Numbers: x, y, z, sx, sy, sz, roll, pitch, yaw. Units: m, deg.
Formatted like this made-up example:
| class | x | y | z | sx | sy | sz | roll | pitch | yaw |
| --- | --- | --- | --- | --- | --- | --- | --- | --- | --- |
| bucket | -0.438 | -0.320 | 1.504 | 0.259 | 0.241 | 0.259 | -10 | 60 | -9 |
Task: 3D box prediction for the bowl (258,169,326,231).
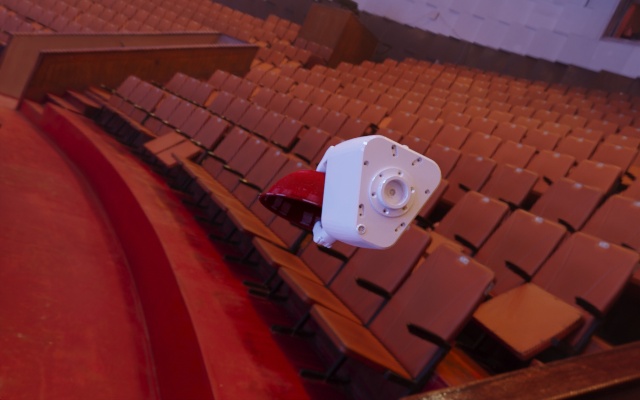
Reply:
| class | x | y | z | sx | sy | sz | roll | pitch | yaw |
| --- | --- | --- | --- | --- | --- | --- | --- | --- | --- |
| bowl | 0.000 | 0.002 | 0.655 | 0.162 | 0.055 | 0.162 | 18 | -15 | 5 |
